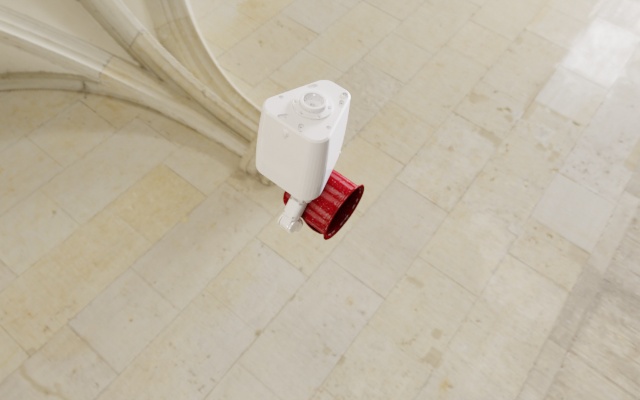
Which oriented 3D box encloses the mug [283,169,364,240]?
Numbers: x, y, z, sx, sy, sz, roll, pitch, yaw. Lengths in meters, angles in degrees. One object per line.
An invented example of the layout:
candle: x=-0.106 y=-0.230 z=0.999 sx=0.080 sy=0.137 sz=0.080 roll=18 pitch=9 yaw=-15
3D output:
mug: x=0.000 y=0.003 z=0.682 sx=0.081 sy=0.117 sz=0.093 roll=35 pitch=53 yaw=16
